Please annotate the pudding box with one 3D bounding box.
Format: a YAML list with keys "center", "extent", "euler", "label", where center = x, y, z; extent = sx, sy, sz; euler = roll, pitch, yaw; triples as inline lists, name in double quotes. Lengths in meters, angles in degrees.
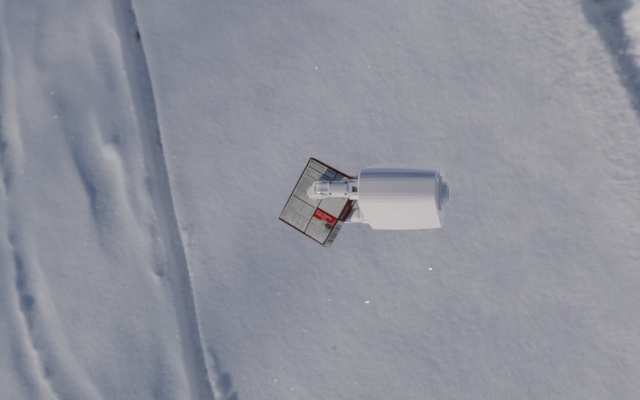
- center: [0.000, 0.002, 0.739]
  extent: [0.090, 0.113, 0.039]
  euler: [30, 2, 21]
  label: "pudding box"
